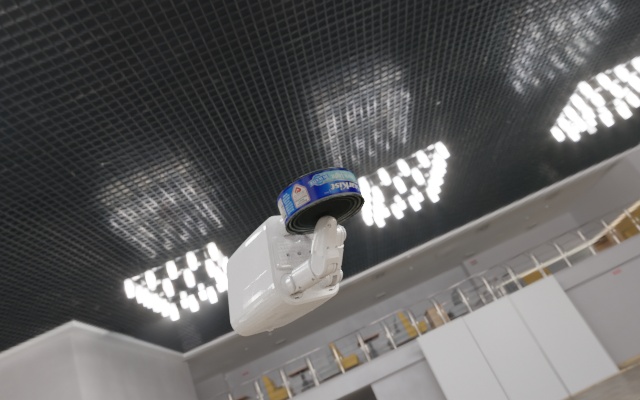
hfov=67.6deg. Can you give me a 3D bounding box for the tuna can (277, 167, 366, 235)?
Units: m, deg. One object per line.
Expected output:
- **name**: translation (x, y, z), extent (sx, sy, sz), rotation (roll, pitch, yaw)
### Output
- **tuna can**: translation (0.000, 0.001, 0.487), extent (0.086, 0.033, 0.086), rotation (-18, -21, -7)
